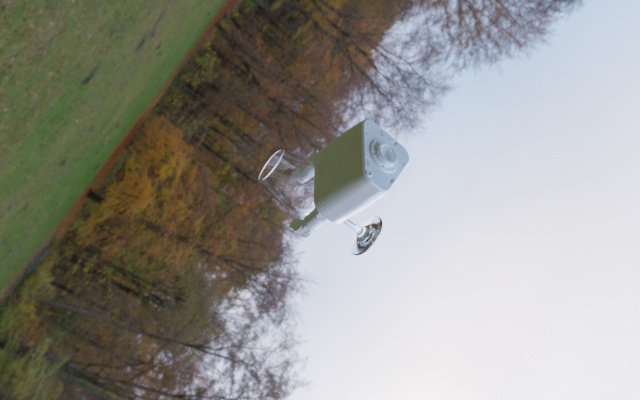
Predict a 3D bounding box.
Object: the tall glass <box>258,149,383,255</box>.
[{"bbox_3d":[0.001,0.003,0.746,0.201,0.079,0.079,36,-14,-20],"label":"tall glass"}]
